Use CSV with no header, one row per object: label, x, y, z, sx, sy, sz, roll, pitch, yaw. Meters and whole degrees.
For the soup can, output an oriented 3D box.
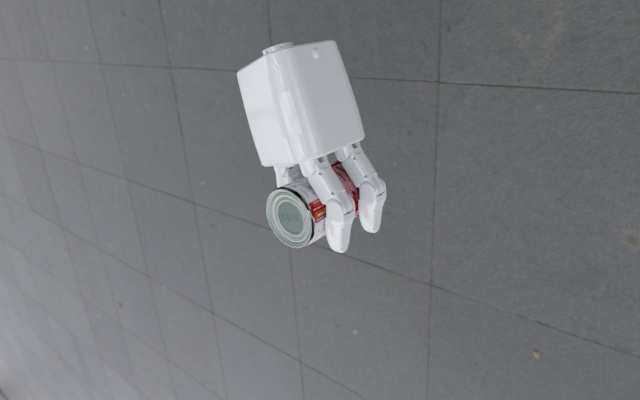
soup can,0.000,0.002,0.515,0.068,0.068,0.102,0,19,43
